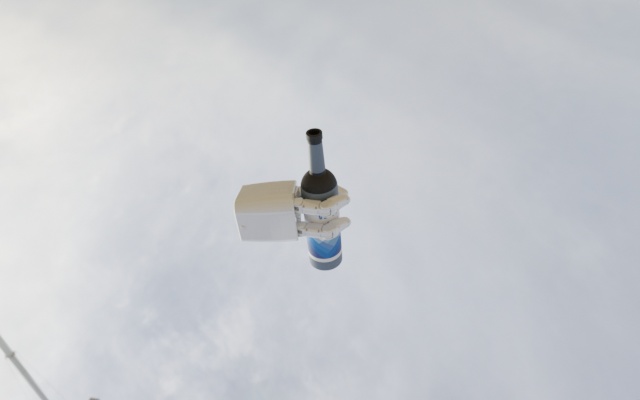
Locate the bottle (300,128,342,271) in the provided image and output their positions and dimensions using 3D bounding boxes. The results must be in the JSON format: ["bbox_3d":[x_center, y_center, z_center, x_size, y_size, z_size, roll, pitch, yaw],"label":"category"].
[{"bbox_3d":[0.000,0.003,0.872,0.069,0.296,0.069,-3,39,3],"label":"bottle"}]
